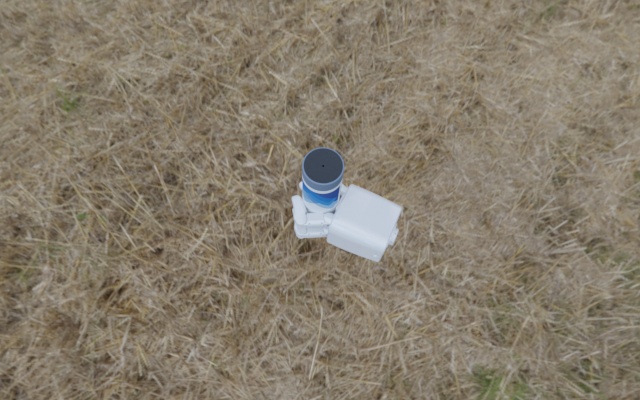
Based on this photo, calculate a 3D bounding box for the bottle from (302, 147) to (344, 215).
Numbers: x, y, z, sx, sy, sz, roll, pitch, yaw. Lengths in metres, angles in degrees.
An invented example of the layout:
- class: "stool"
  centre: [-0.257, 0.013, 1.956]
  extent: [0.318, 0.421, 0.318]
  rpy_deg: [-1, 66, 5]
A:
- class: "bottle"
  centre: [0.000, 0.003, 0.881]
  extent: [0.069, 0.069, 0.296]
  rpy_deg: [0, -23, -2]
